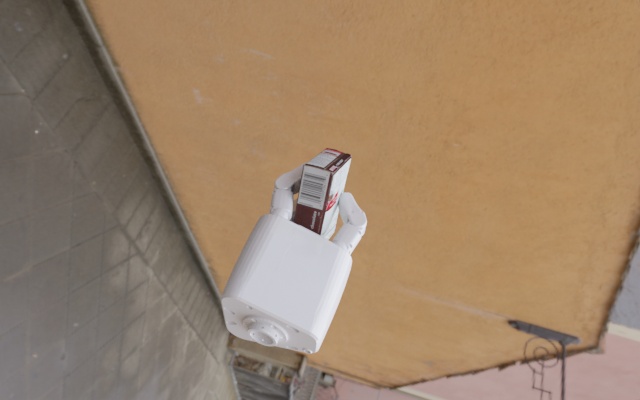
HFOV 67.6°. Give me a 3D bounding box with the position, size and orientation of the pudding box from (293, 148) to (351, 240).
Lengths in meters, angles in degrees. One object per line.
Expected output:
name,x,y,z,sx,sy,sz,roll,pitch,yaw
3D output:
pudding box,0.000,0.002,0.577,0.039,0.113,0.090,18,22,11
